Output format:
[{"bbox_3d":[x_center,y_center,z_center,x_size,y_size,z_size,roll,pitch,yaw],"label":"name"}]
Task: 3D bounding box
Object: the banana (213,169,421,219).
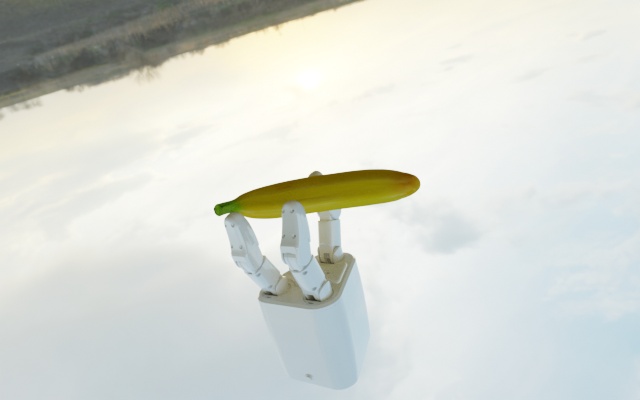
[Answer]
[{"bbox_3d":[-0.001,-0.004,0.474,0.198,0.037,0.069,-9,16,11],"label":"banana"}]
